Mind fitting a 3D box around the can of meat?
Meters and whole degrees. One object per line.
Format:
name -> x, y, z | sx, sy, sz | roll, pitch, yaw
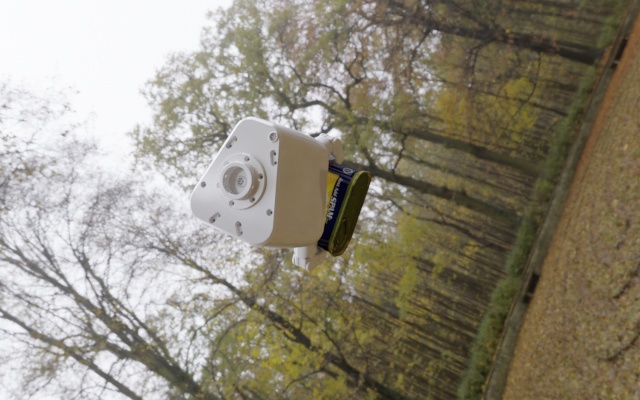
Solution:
can of meat -> 0.000, 0.002, 0.552 | 0.084, 0.102, 0.057 | 21, 8, 21
